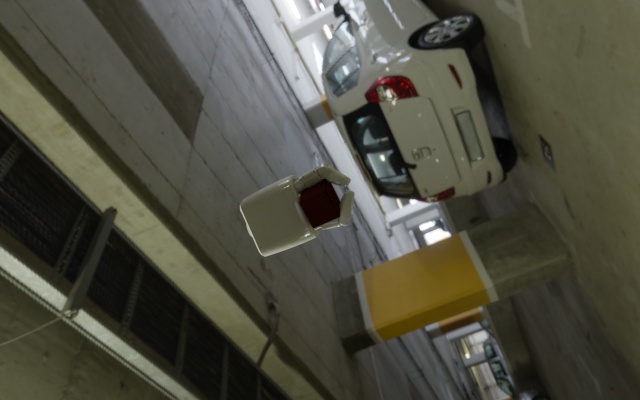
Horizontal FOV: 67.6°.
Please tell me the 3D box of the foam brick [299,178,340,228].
[{"bbox_3d":[0.000,0.003,0.812,0.051,0.053,0.078,-24,17,11],"label":"foam brick"}]
